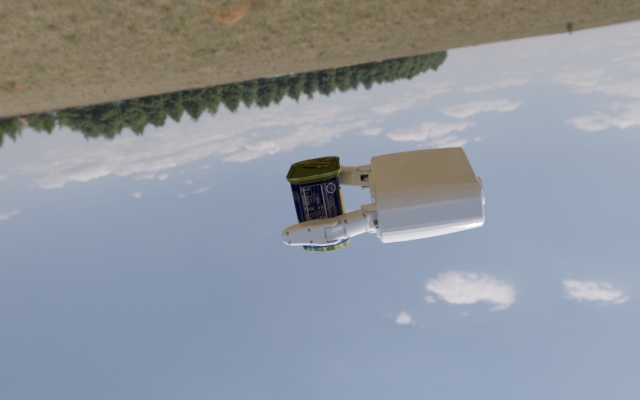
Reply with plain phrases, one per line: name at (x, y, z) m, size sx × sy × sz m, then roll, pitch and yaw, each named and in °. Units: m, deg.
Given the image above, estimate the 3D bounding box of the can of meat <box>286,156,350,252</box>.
can of meat at (0.000, 0.002, 0.534) m, size 0.057 × 0.084 × 0.102 m, roll -10°, pitch 15°, yaw 4°
